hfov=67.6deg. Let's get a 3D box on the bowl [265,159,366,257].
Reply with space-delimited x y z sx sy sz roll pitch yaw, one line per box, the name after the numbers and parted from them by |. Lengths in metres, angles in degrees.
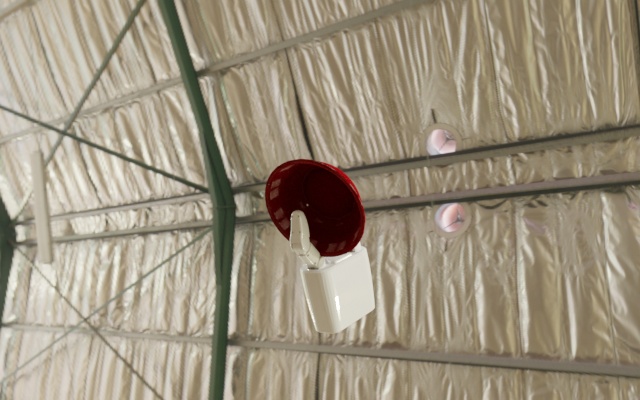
0.000 0.001 0.704 0.162 0.162 0.055 0 29 30 | bowl
